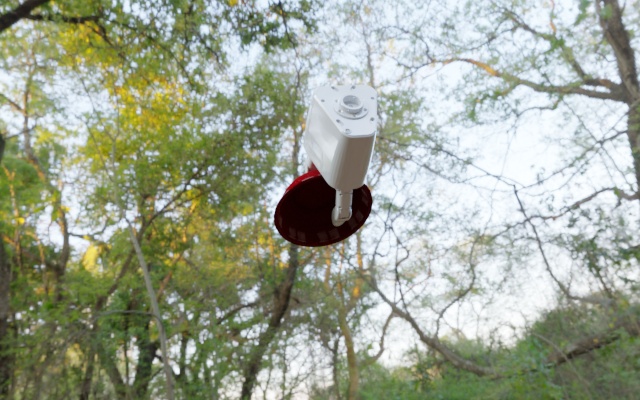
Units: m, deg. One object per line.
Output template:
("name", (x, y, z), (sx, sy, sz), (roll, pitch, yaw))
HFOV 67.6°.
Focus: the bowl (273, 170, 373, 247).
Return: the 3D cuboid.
("bowl", (0.000, 0.003, 0.777), (0.162, 0.162, 0.055), (0, 42, -17))
